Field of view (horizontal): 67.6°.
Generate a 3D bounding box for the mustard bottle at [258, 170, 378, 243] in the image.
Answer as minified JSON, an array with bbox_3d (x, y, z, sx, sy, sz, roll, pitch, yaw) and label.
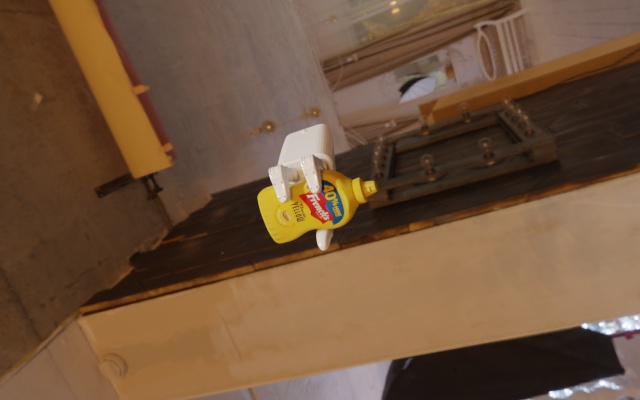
[{"bbox_3d":[0.000,0.003,0.782,0.191,0.096,0.058,-16,12,16],"label":"mustard bottle"}]
